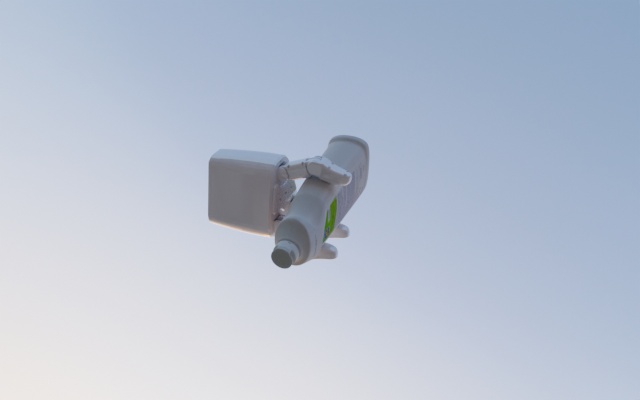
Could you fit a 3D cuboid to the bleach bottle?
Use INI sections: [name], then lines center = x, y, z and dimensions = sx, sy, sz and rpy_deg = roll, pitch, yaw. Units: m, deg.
[bleach bottle]
center = 0.000, 0.002, 0.660
dimensions = 0.068, 0.103, 0.250
rpy_deg = 11, 33, 19
